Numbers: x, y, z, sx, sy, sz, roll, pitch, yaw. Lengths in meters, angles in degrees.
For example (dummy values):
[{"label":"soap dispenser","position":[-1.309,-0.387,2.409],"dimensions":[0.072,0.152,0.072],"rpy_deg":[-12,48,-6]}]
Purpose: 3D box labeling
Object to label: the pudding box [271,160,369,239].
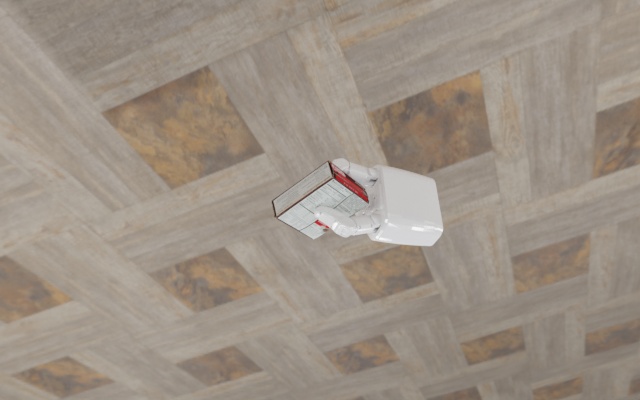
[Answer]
[{"label":"pudding box","position":[0.000,0.002,0.694],"dimensions":[0.113,0.039,0.090],"rpy_deg":[-35,-45,21]}]
